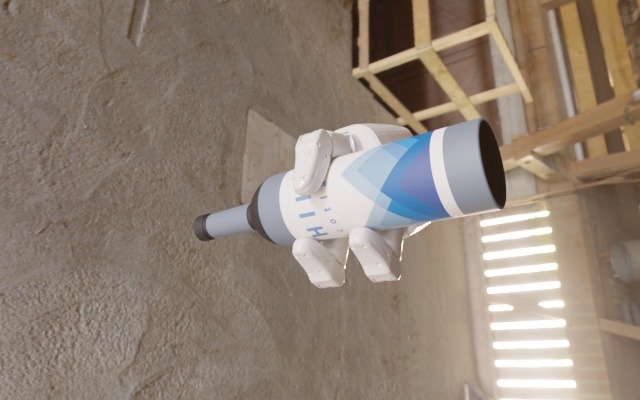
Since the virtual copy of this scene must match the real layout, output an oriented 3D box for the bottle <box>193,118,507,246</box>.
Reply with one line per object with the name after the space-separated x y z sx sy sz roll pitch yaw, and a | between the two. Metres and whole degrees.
0.000 0.001 0.414 0.296 0.069 0.069 -13 -7 32 | bottle
